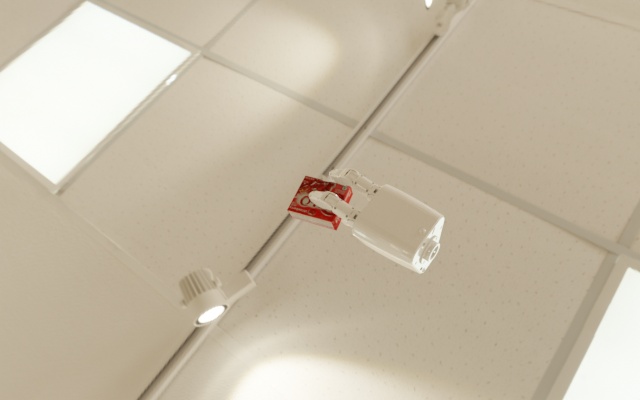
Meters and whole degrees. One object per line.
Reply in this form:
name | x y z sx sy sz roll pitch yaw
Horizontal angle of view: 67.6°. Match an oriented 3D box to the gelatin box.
gelatin box | 0.000 0.003 0.798 0.089 0.073 0.030 15 -26 25
